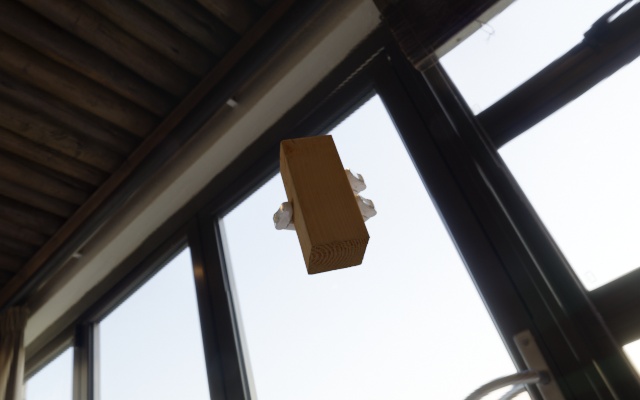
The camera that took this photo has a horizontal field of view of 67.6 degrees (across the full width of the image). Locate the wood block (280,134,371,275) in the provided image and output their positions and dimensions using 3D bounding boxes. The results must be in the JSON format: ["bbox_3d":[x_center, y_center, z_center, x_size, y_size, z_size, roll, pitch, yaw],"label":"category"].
[{"bbox_3d":[0.000,0.003,0.765,0.091,0.206,0.090,-10,-35,-13],"label":"wood block"}]
